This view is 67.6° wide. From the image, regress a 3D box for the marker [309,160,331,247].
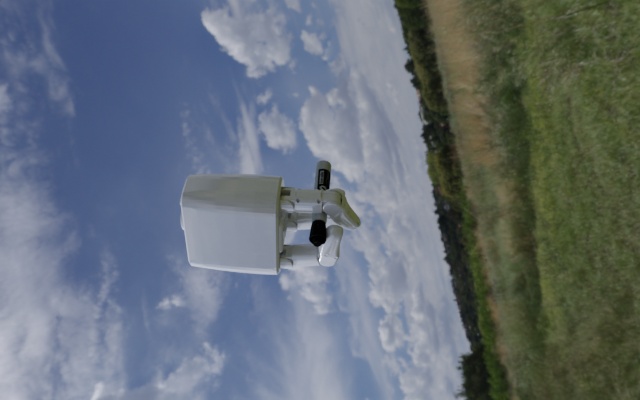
[{"bbox_3d":[0.000,0.002,0.544,0.020,0.121,0.020,3,-42,2],"label":"marker"}]
